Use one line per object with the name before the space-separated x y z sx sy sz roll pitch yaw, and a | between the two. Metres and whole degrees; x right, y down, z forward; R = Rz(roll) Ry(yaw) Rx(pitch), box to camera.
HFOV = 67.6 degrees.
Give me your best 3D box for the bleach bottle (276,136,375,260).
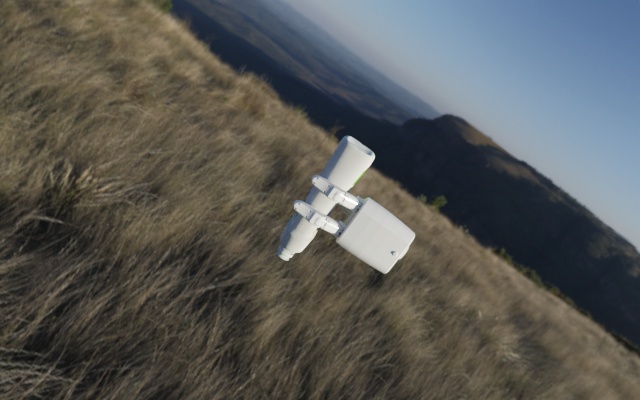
bleach bottle | 0.000 0.003 0.874 0.068 0.251 0.102 35 15 0
